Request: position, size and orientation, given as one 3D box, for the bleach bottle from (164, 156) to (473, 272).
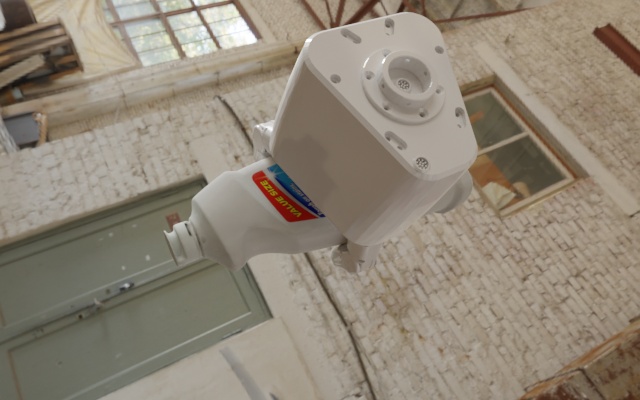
[{"bbox_3d":[0.000,0.001,0.401,0.251,0.102,0.068,-21,-16,-22],"label":"bleach bottle"}]
